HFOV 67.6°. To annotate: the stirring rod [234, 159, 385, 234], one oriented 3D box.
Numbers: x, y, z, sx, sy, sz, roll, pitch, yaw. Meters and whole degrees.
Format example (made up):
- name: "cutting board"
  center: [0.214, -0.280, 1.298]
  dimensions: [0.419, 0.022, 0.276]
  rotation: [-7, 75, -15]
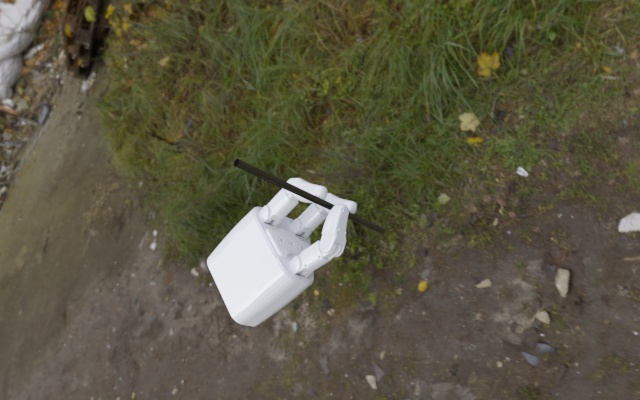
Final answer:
- name: "stirring rod"
  center: [0.000, 0.002, 0.539]
  dimensions: [0.011, 0.011, 0.239]
  rotation: [0, -19, 45]
